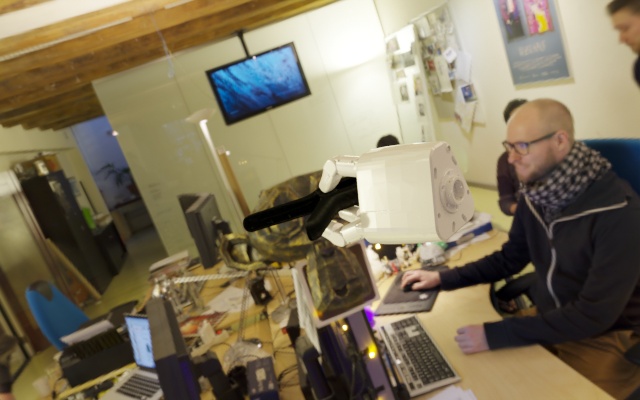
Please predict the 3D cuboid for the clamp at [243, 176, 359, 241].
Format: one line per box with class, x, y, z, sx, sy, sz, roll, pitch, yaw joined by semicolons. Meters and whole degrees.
clamp;0.000;0.001;0.688;0.164;0.036;0.210;0;22;45
